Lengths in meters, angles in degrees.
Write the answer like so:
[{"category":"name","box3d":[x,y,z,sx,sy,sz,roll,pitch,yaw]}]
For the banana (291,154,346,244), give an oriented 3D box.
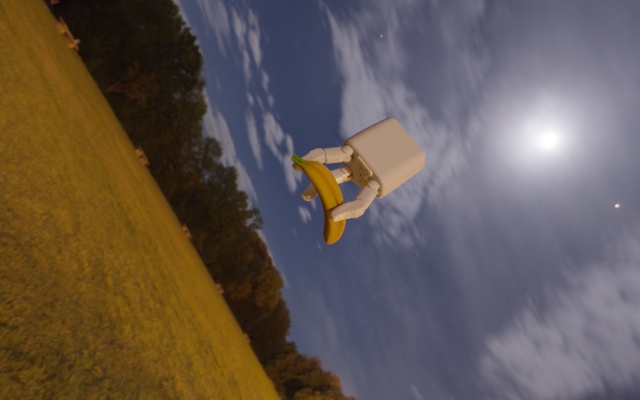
[{"category":"banana","box3d":[0.011,0.005,0.820,0.037,0.198,0.069,-39,37,-27]}]
